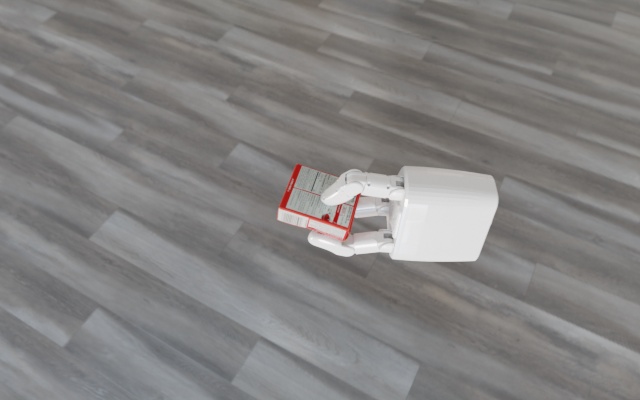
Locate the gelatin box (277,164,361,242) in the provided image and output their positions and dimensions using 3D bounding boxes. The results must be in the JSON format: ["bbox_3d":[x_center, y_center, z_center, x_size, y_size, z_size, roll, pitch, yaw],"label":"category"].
[{"bbox_3d":[0.000,0.002,0.581,0.089,0.073,0.030,18,-36,1],"label":"gelatin box"}]
